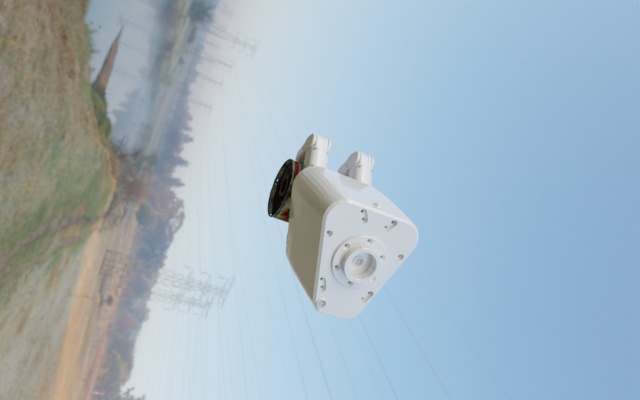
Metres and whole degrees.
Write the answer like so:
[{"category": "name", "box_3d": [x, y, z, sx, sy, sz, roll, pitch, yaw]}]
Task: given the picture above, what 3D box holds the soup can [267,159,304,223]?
[{"category": "soup can", "box_3d": [0.000, 0.002, 0.539, 0.102, 0.068, 0.068, 20, -7, -20]}]
